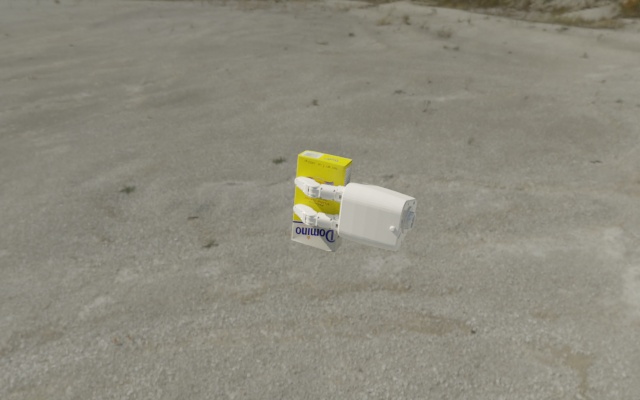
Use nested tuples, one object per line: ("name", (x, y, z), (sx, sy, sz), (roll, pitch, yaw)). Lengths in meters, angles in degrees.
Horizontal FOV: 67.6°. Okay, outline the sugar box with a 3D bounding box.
("sugar box", (0.000, 0.003, 0.878), (0.093, 0.176, 0.048), (14, 24, 19))
